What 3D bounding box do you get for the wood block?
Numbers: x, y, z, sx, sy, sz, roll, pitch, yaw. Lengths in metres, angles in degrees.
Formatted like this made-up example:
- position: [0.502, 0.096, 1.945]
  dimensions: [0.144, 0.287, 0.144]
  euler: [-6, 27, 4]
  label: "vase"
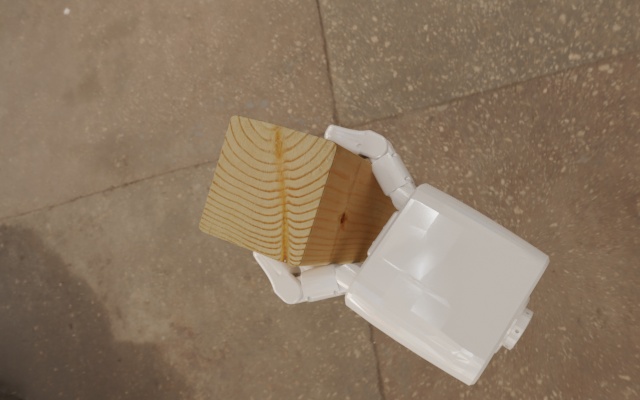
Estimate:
- position: [0.000, 0.001, 0.426]
  dimensions: [0.090, 0.091, 0.206]
  euler: [18, 1, 23]
  label: "wood block"
